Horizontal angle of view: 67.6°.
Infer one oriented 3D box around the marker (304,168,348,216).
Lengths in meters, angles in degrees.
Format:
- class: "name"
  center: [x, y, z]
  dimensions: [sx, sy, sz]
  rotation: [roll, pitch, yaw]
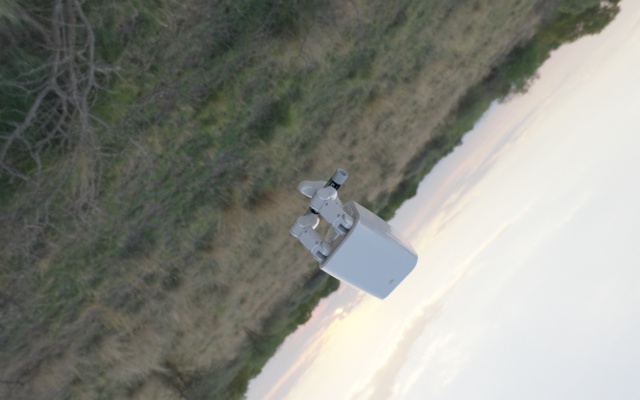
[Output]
- class: "marker"
  center: [0.000, 0.002, 0.714]
  dimensions: [0.020, 0.121, 0.020]
  rotation: [27, 30, -17]
